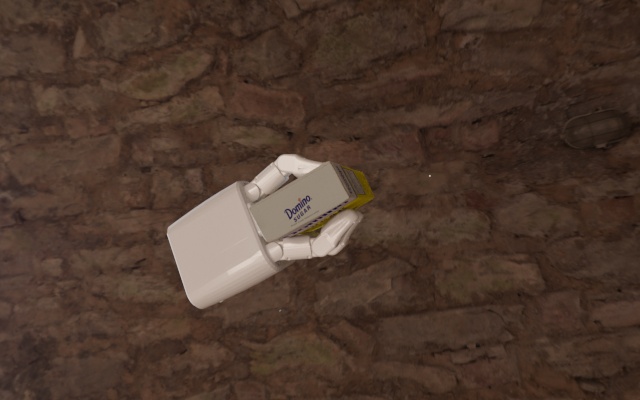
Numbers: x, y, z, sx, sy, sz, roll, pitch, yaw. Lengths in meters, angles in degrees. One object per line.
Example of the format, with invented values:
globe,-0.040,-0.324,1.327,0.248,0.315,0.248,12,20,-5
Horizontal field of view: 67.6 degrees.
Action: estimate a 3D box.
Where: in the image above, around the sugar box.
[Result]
sugar box,0.000,0.002,0.518,0.093,0.048,0.176,-30,-4,13
